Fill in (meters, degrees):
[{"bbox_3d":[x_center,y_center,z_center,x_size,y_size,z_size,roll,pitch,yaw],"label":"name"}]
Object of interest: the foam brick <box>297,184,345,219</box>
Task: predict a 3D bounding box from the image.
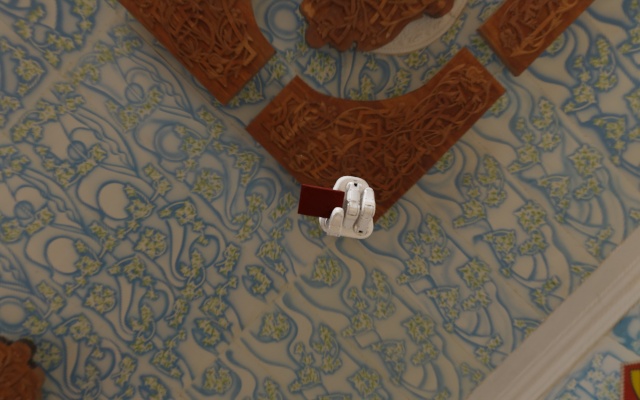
[{"bbox_3d":[0.000,0.003,0.846,0.078,0.053,0.051,10,3,-3],"label":"foam brick"}]
